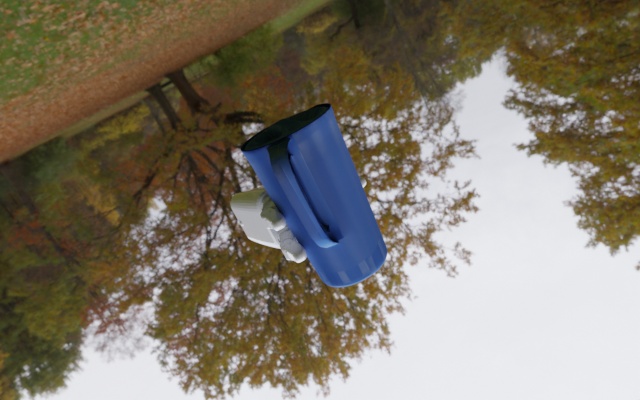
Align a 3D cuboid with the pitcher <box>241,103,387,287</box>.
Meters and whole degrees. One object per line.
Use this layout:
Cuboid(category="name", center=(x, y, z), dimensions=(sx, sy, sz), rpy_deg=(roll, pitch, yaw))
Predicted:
Cuboid(category="pitcher", center=(0.000, 0.002, 0.660), dimensions=(0.149, 0.243, 0.145), rpy_deg=(-38, 22, -30))
